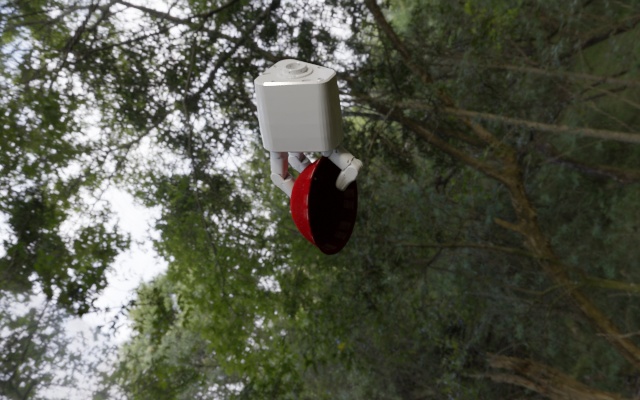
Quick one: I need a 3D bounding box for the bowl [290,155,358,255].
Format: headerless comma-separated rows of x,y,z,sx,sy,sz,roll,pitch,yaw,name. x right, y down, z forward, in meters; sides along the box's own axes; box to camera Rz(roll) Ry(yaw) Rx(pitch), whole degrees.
0.000,0.004,0.750,0.055,0.162,0.162,2,1,30,bowl
